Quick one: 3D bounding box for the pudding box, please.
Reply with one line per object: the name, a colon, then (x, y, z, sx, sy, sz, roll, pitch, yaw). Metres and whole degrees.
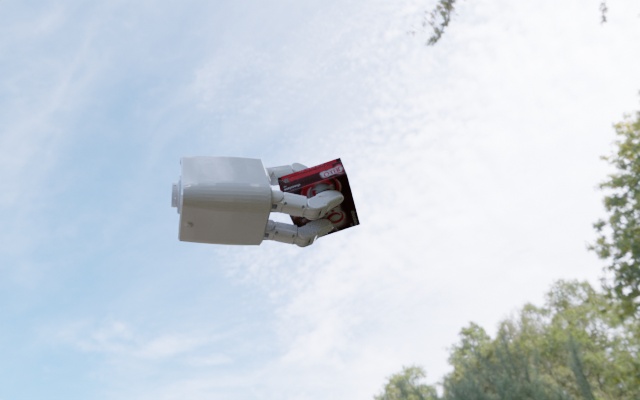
pudding box: (0.000, 0.002, 0.657, 0.090, 0.039, 0.114, -18, -40, 2)
